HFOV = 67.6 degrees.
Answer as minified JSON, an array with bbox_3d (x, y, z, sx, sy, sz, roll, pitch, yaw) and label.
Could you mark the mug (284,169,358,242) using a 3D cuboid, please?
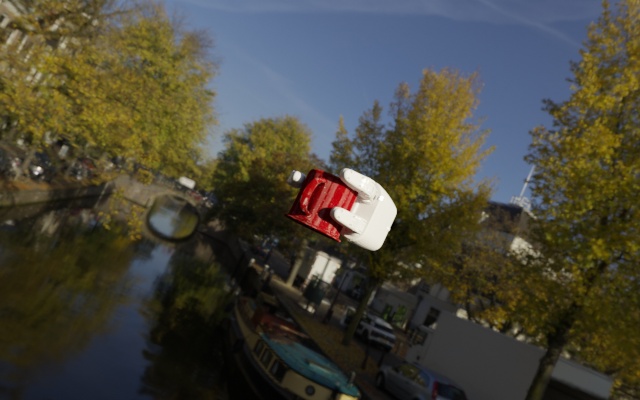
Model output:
[{"bbox_3d":[0.000,0.002,0.697,0.093,0.081,0.117,23,-7,27],"label":"mug"}]
